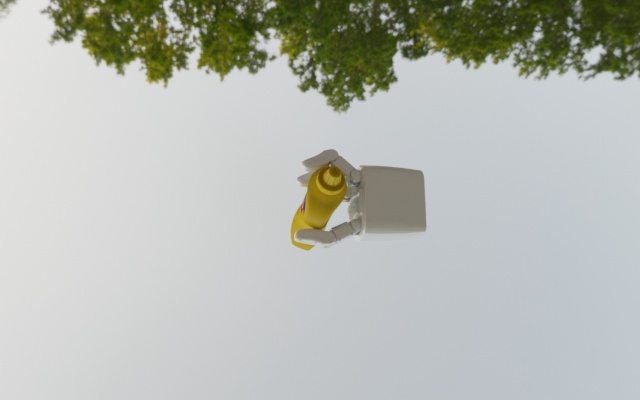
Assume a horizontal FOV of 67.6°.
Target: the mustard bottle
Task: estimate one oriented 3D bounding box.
[{"bbox_3d":[0.000,0.002,0.736,0.058,0.096,0.192,23,-29,-2],"label":"mustard bottle"}]
